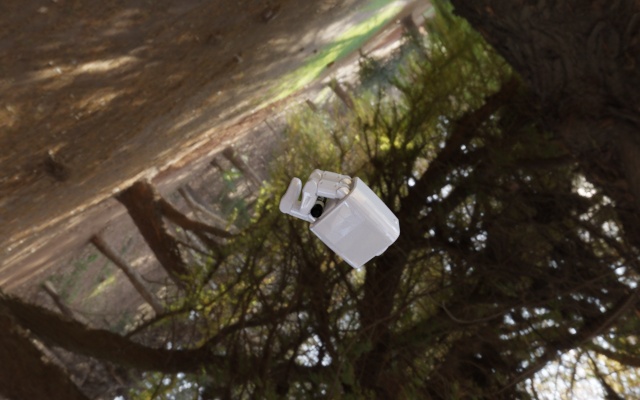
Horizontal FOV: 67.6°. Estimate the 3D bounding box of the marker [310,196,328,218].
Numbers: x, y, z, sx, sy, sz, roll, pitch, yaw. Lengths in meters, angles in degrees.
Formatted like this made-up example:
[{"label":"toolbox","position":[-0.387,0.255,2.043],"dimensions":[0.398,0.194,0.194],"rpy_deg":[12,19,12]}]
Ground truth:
[{"label":"marker","position":[0.000,0.003,0.804],"dimensions":[0.020,0.020,0.121],"rpy_deg":[0,17,7]}]
